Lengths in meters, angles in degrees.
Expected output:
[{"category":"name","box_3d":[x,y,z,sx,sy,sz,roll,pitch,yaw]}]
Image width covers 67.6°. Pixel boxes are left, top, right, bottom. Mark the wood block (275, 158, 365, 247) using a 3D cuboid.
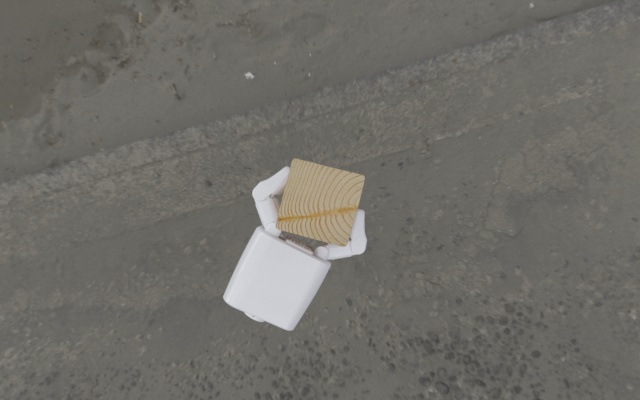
[{"category":"wood block","box_3d":[0.000,0.003,0.665,0.091,0.090,0.206,15,0,0]}]
